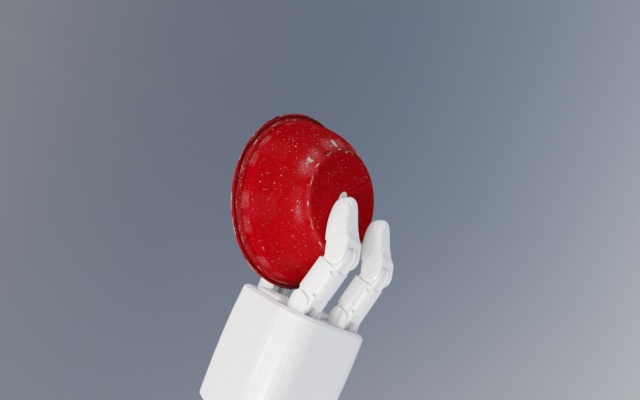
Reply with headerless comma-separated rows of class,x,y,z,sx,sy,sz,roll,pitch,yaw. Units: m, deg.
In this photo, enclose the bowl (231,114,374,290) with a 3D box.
bowl,0.001,0.000,0.427,0.055,0.162,0.162,1,0,41
